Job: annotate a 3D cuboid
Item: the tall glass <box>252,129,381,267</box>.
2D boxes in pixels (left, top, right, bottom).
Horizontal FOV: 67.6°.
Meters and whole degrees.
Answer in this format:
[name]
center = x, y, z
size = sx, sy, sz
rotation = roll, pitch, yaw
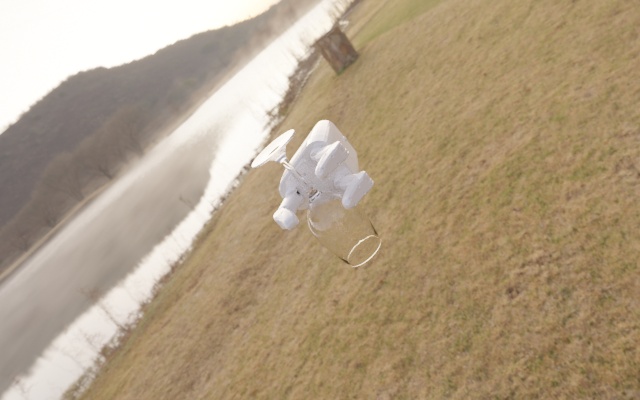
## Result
[tall glass]
center = 0.000, 0.002, 0.657
size = 0.079, 0.201, 0.079
rotation = -36, 19, 15
